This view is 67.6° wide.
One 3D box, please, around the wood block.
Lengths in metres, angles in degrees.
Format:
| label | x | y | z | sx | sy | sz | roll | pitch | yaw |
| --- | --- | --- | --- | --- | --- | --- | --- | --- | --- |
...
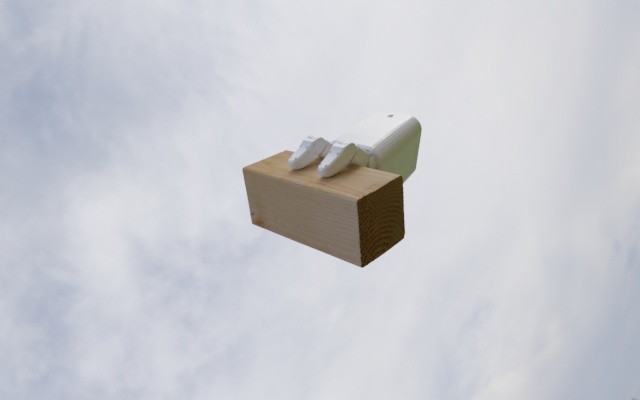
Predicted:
| label | x | y | z | sx | sy | sz | roll | pitch | yaw |
| --- | --- | --- | --- | --- | --- | --- | --- | --- | --- |
| wood block | 0.000 | 0.002 | 0.632 | 0.206 | 0.091 | 0.090 | 17 | 34 | 42 |
